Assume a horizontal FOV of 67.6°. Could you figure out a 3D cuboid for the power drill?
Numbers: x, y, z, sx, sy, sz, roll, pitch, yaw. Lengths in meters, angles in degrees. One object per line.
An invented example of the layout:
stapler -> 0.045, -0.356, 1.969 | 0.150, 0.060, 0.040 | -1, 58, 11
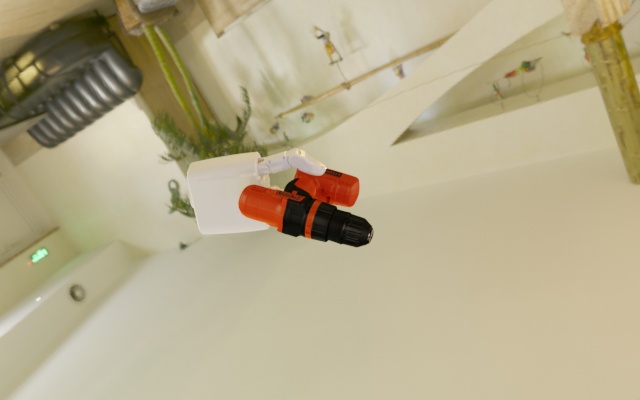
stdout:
power drill -> 0.000, 0.002, 0.686 | 0.184, 0.057, 0.187 | 17, 19, 13
